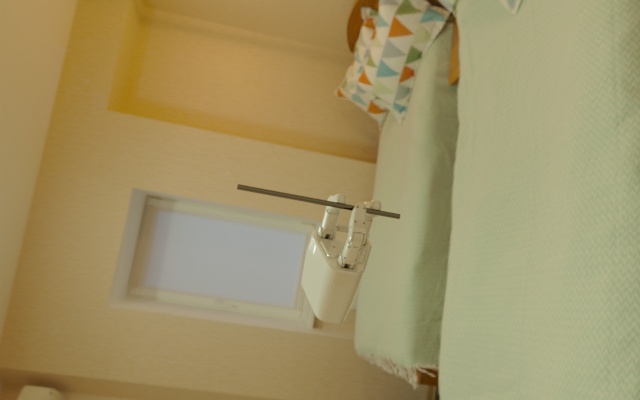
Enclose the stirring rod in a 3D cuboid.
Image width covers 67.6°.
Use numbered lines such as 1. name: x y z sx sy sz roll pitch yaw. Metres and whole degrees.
1. stirring rod: 0.000 0.002 0.689 0.239 0.011 0.011 10 -2 -9
